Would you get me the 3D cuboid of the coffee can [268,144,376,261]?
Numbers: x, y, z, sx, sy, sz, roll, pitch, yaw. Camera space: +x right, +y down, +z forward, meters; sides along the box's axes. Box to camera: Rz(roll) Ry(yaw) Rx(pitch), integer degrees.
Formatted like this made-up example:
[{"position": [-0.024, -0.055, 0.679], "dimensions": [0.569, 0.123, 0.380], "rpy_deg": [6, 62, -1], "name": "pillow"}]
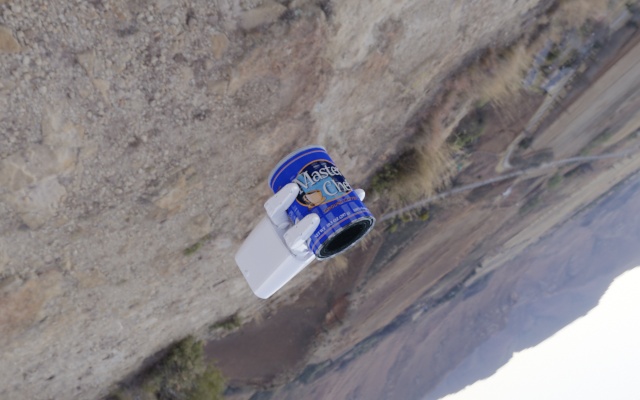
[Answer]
[{"position": [0.000, 0.002, 0.707], "dimensions": [0.103, 0.140, 0.103], "rpy_deg": [-29, -22, -13], "name": "coffee can"}]
